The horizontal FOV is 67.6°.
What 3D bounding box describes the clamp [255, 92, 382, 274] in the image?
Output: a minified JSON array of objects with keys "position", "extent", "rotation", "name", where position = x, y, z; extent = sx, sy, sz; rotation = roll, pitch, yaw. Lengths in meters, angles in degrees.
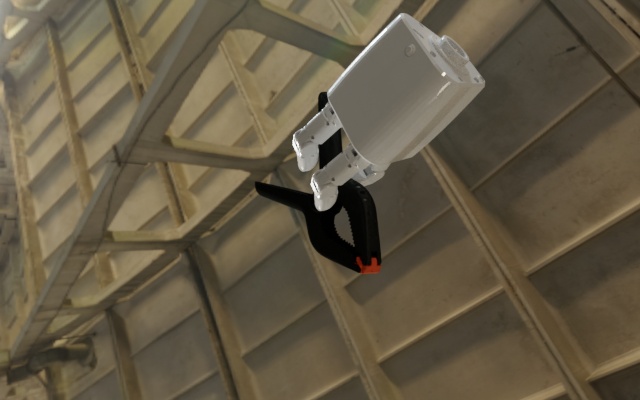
[{"position":[0.001,0.002,0.554],"extent":[0.036,0.210,0.165],"rotation":[4,-38,-46],"name":"clamp"}]
